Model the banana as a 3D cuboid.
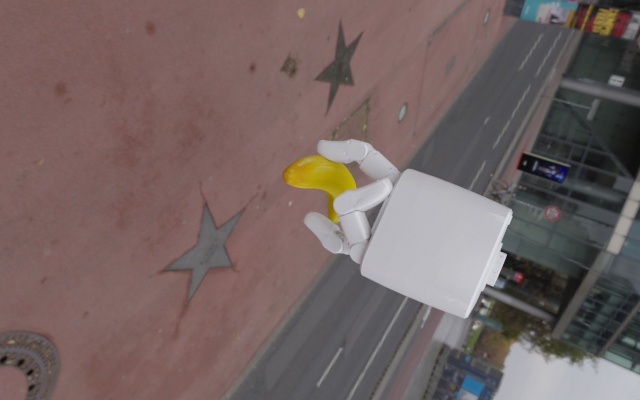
[{"bbox_3d":[0.009,-0.013,0.554,0.037,0.069,0.198,23,-14,22],"label":"banana"}]
